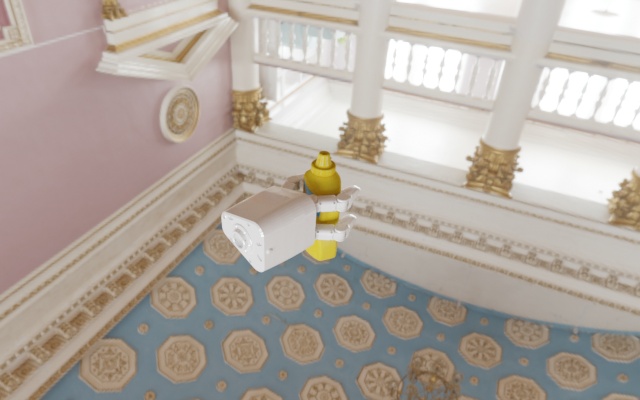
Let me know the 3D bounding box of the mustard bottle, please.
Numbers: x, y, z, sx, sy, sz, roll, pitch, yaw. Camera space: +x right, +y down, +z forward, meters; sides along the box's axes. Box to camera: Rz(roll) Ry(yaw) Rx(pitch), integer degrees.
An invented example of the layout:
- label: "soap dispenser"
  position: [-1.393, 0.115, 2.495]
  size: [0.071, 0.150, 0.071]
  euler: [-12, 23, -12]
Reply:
- label: "mustard bottle"
  position: [0.000, 0.003, 0.816]
  size: [0.058, 0.192, 0.096]
  euler: [-10, 37, -18]
